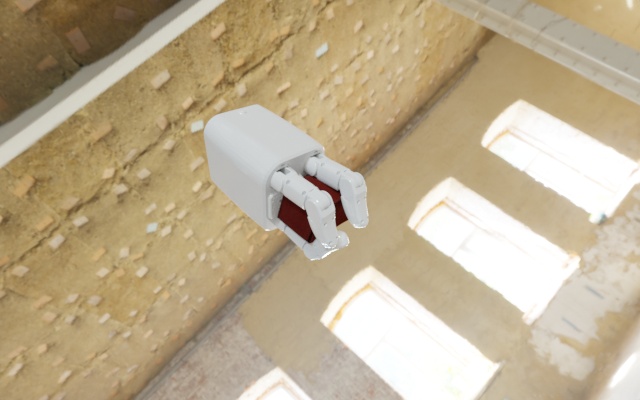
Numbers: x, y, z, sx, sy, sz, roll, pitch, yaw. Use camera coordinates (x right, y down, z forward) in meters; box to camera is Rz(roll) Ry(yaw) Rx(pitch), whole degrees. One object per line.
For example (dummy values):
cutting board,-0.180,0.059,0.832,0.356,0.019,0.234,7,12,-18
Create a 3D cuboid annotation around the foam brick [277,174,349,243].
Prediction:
foam brick,0.000,0.002,0.543,0.051,0.053,0.078,38,40,23
